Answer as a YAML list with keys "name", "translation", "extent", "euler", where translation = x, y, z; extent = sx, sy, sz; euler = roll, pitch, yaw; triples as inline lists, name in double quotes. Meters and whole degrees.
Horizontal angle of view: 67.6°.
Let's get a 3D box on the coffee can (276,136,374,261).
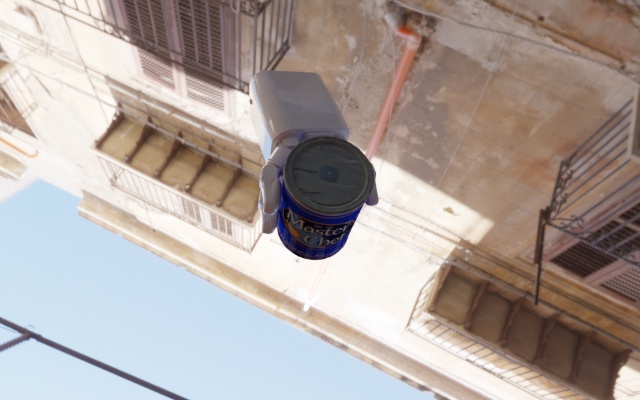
- name: "coffee can"
  translation: [0.000, 0.002, 0.594]
  extent: [0.103, 0.102, 0.140]
  euler: [0, -28, -9]
